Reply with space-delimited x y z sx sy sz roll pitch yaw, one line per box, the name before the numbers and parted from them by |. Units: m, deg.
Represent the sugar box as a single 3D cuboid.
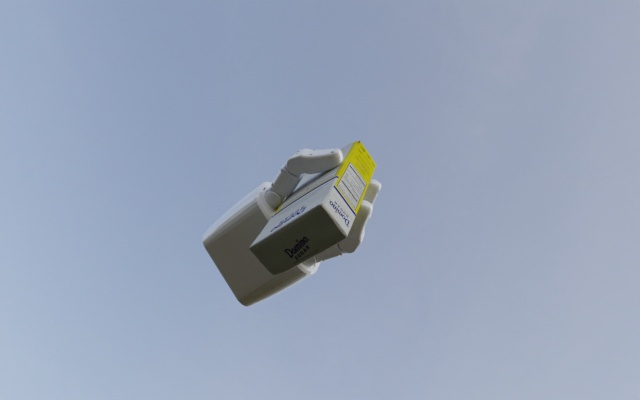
sugar box | 0.000 0.002 0.505 0.093 0.048 0.176 -31 16 27
